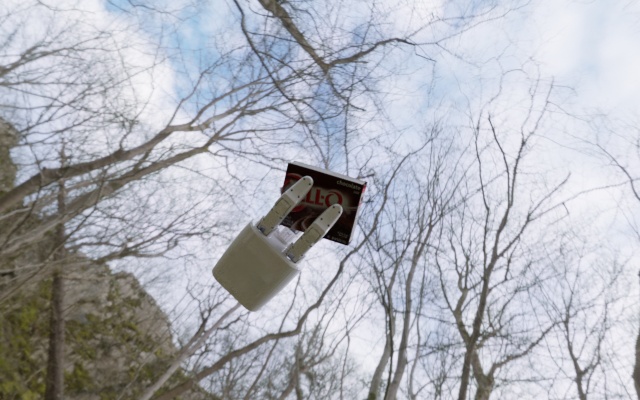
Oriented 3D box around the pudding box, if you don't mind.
[{"bbox_3d":[0.000,0.002,0.666,0.113,0.090,0.039,16,16,9],"label":"pudding box"}]
